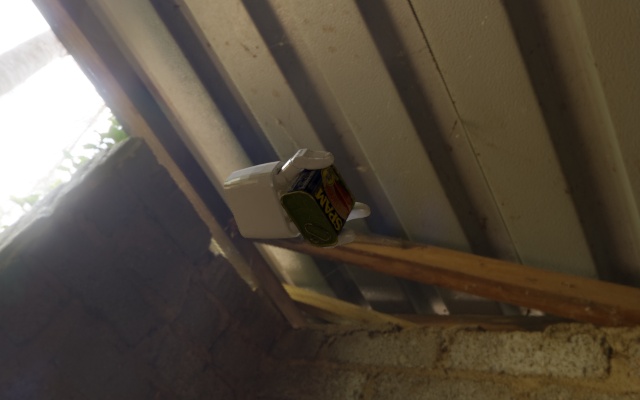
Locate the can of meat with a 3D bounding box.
[{"bbox_3d":[0.000,0.002,0.690,0.057,0.102,0.084,-10,34,37],"label":"can of meat"}]
